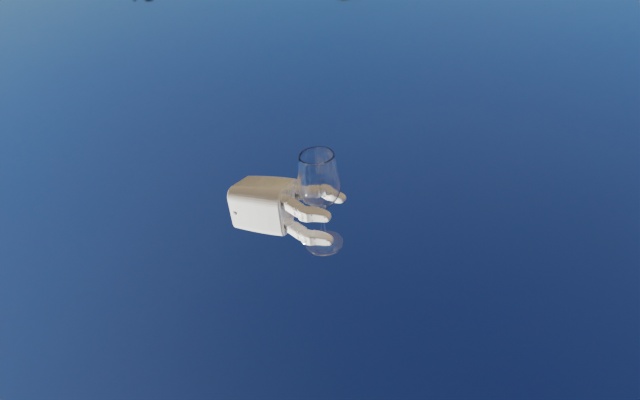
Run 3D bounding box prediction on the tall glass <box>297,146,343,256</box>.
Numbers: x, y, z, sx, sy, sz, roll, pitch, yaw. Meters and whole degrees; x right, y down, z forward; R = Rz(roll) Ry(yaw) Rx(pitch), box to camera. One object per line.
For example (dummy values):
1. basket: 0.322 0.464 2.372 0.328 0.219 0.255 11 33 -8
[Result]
1. tall glass: 0.000 0.003 0.875 0.079 0.201 0.079 -3 36 2
